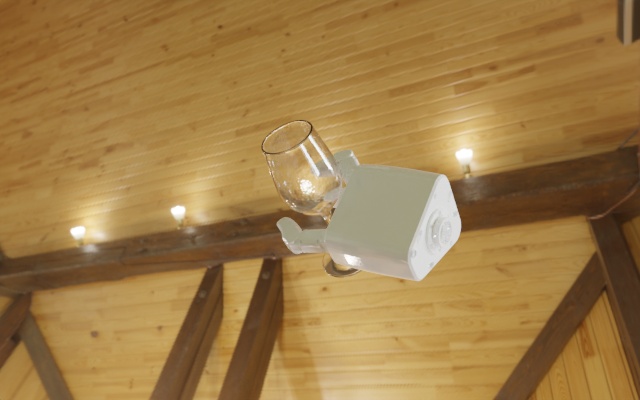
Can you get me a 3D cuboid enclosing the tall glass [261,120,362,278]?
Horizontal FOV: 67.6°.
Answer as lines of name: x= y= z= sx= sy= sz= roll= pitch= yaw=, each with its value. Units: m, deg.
tall glass: x=0.000 y=0.002 z=0.580 sx=0.079 sy=0.201 sz=0.079 roll=-18 pitch=36 yaw=14
